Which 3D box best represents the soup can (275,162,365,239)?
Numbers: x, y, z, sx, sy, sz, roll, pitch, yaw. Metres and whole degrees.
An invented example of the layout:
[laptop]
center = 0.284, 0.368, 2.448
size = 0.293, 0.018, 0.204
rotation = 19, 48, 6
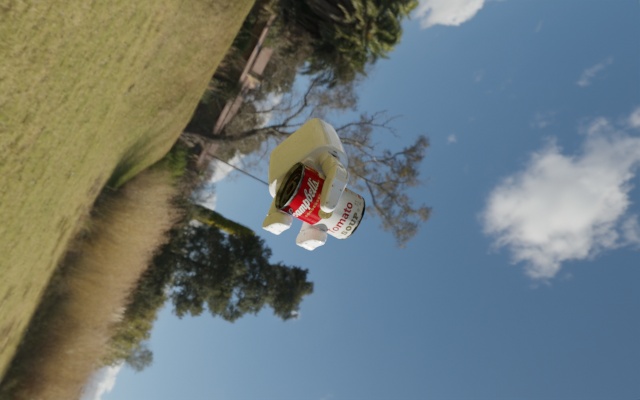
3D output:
[soup can]
center = 0.000, 0.002, 0.635
size = 0.102, 0.068, 0.068
rotation = 28, -11, -22
